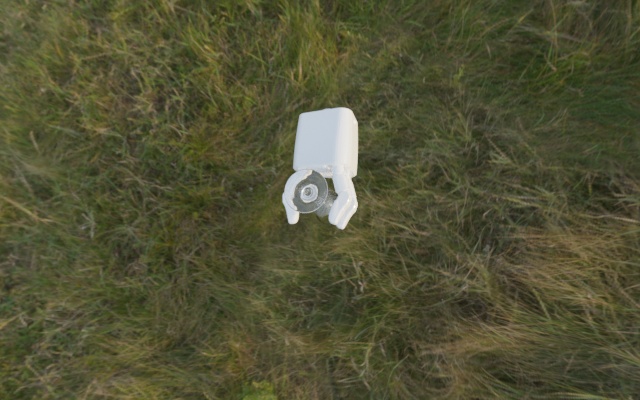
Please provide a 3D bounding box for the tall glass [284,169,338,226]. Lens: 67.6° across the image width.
[{"bbox_3d":[0.000,0.003,0.875,0.079,0.079,0.201,0,-11,14],"label":"tall glass"}]
